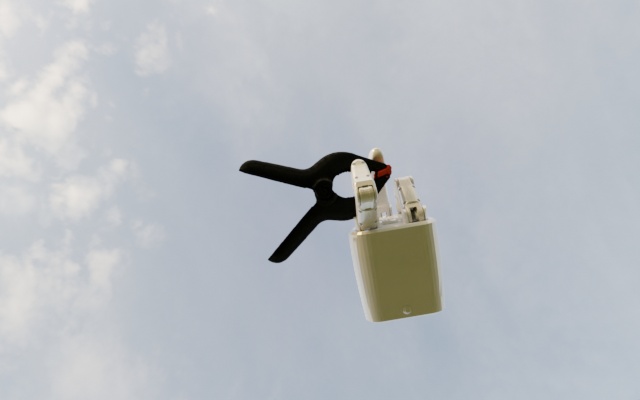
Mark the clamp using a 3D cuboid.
[{"bbox_3d":[0.000,0.002,0.547,0.171,0.120,0.039,-9,5,-1],"label":"clamp"}]
